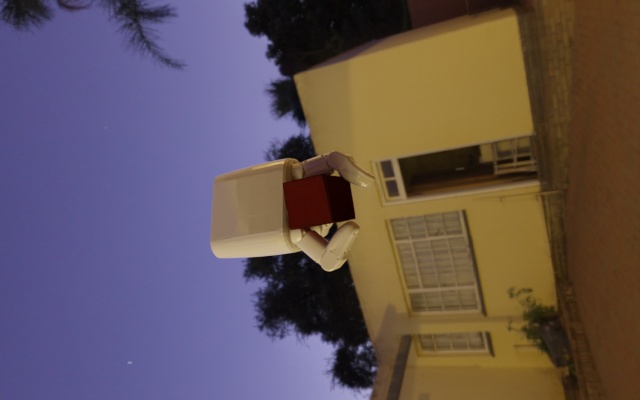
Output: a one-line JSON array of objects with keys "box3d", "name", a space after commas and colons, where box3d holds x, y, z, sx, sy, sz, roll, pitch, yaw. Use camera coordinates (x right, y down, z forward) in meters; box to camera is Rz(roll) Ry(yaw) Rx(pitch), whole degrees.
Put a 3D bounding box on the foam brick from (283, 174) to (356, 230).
[{"box3d": [0.000, 0.002, 0.530, 0.051, 0.053, 0.078, -10, -4, 22], "name": "foam brick"}]
